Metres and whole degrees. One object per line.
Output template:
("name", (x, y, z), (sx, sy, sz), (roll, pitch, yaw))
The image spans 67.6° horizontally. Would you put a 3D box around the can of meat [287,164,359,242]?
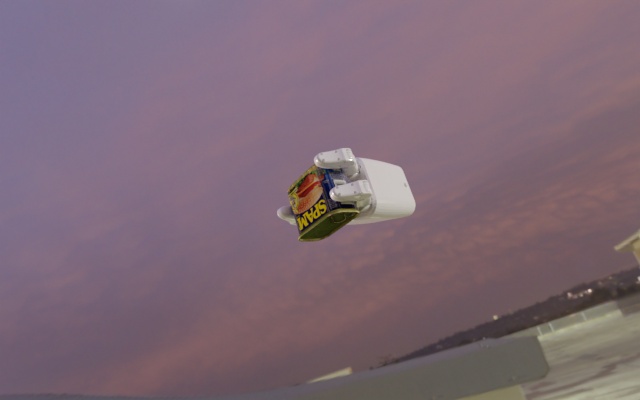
("can of meat", (0.000, 0.002, 0.708), (0.057, 0.084, 0.102), (1, -28, -40))
